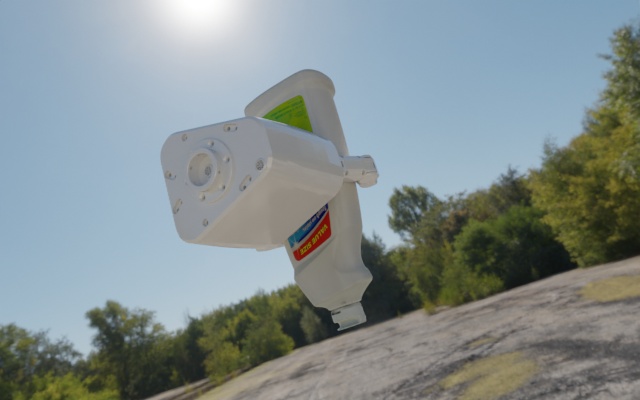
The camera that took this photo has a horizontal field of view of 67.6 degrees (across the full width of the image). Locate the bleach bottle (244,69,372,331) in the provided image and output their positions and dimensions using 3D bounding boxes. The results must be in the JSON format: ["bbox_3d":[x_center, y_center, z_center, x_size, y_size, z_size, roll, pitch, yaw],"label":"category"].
[{"bbox_3d":[0.000,0.002,0.484,0.102,0.250,0.068,-25,-16,26],"label":"bleach bottle"}]
